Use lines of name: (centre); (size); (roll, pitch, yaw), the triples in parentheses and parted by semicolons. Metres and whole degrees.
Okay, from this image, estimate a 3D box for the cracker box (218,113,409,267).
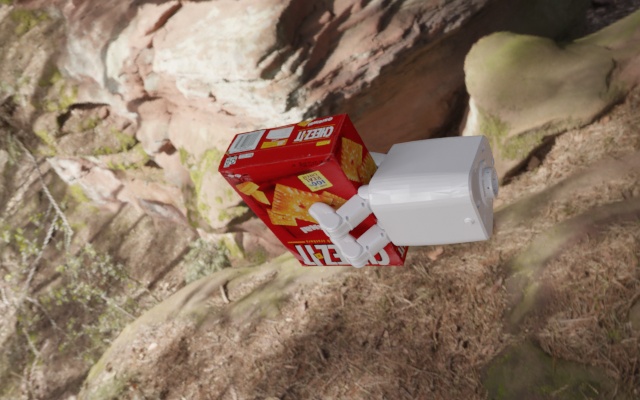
cracker box: (0.000, 0.002, 0.597); (0.164, 0.072, 0.214); (-4, -42, 33)
